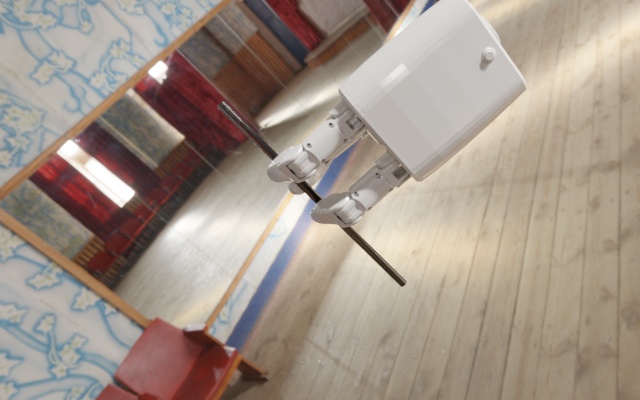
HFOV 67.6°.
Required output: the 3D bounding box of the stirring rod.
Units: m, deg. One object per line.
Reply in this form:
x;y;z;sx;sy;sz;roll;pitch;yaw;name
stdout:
0.000;0.001;0.425;0.239;0.011;0.011;45;-18;-20;stirring rod
